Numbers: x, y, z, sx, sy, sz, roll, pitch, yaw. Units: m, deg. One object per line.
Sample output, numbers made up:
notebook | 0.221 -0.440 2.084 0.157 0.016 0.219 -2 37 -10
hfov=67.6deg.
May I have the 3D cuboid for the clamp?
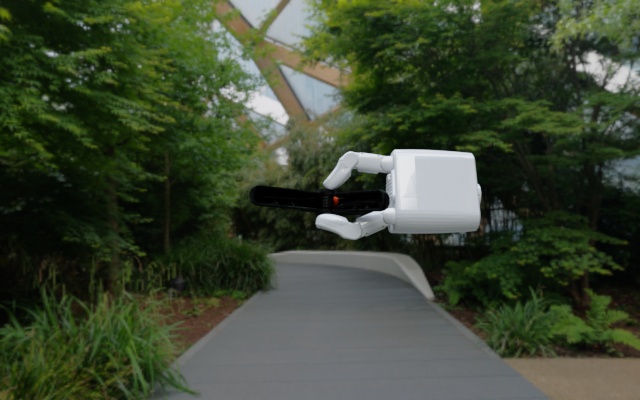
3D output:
clamp | 0.000 0.001 0.640 0.164 0.036 0.210 4 -3 2
